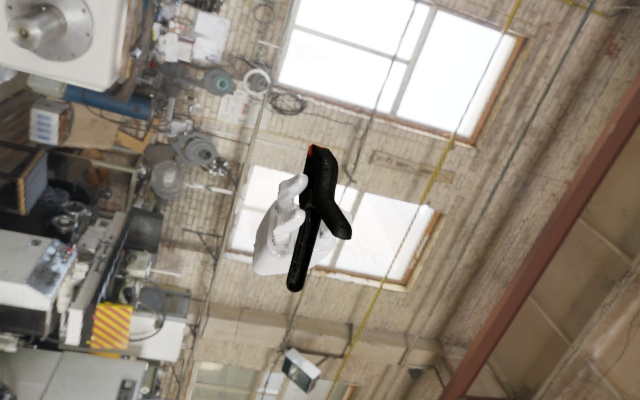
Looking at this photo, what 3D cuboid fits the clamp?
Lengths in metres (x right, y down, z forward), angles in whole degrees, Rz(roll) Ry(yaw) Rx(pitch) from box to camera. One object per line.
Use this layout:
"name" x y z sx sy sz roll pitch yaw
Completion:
"clamp" 0.001 0.002 0.641 0.036 0.209 0.165 16 -32 -20
